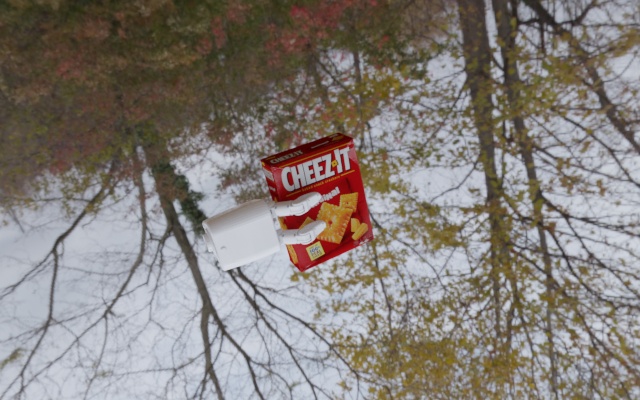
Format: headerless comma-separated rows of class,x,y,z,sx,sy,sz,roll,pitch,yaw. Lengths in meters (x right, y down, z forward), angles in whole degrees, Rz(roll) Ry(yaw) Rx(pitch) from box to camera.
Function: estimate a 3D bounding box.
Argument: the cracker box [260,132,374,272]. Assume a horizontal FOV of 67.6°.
cracker box,0.000,0.003,0.886,0.164,0.214,0.072,-22,24,-18
